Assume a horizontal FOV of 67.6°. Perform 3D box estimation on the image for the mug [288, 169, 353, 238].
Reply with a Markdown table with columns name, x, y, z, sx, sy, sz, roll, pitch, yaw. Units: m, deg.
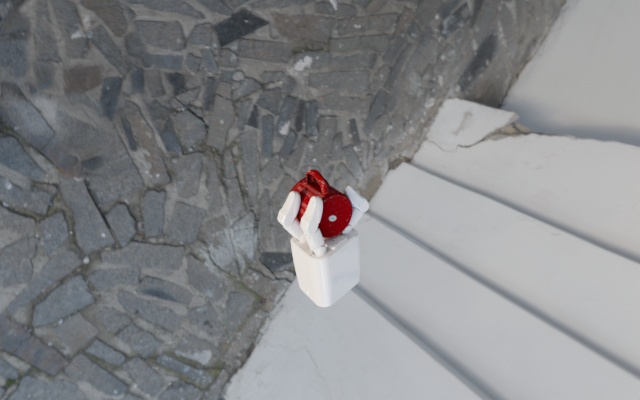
| name | x | y | z | sx | sy | sz | roll | pitch | yaw |
| --- | --- | --- | --- | --- | --- | --- | --- | --- | --- |
| mug | 0.000 | 0.001 | 0.813 | 0.093 | 0.117 | 0.081 | -21 | 31 | -25 |
